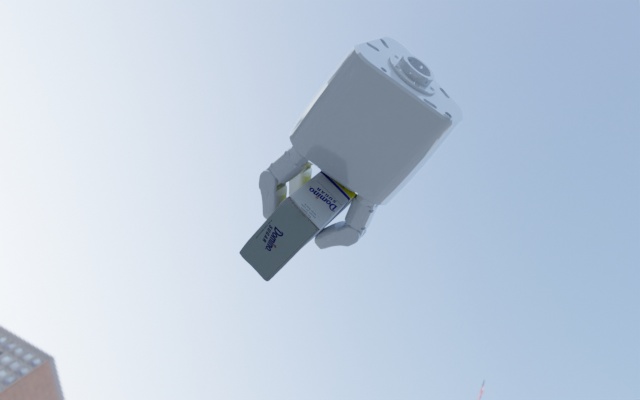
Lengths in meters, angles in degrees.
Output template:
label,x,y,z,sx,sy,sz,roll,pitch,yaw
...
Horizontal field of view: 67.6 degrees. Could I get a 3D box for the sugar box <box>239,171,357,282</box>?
label,x,y,z,sx,sy,sz,roll,pitch,yaw
sugar box,0.000,0.001,0.486,0.093,0.048,0.176,-47,-5,36
